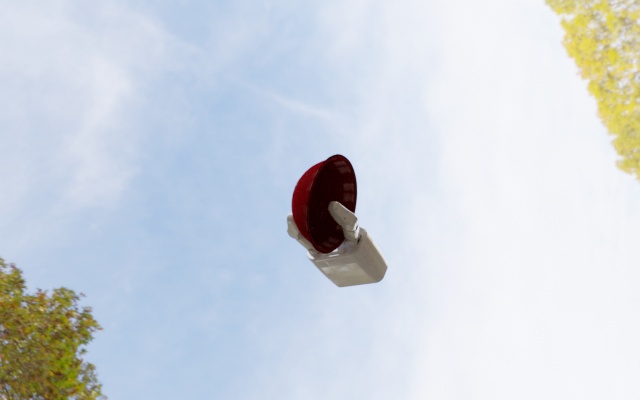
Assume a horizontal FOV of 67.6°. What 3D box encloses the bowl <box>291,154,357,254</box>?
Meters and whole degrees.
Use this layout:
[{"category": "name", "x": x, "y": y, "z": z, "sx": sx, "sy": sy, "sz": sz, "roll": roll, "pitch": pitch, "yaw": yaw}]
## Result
[{"category": "bowl", "x": -0.001, "y": 0.001, "z": 0.778, "sx": 0.055, "sy": 0.162, "sz": 0.162, "roll": 10, "pitch": 5, "yaw": 30}]
